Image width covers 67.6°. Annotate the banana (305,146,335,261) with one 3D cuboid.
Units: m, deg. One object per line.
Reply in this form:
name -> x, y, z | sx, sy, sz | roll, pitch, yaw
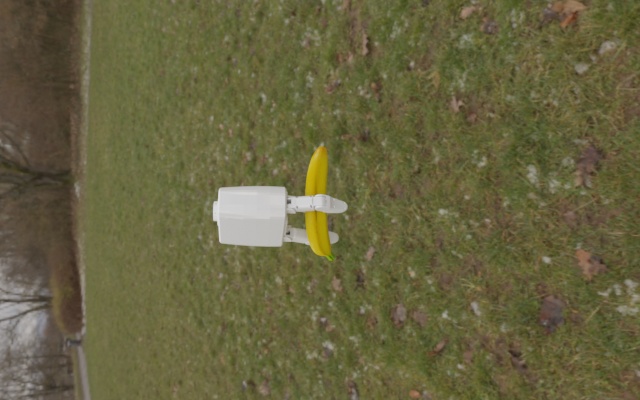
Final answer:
banana -> -0.004, 0.007, 0.797 | 0.037, 0.198, 0.069 | -2, 1, 13
